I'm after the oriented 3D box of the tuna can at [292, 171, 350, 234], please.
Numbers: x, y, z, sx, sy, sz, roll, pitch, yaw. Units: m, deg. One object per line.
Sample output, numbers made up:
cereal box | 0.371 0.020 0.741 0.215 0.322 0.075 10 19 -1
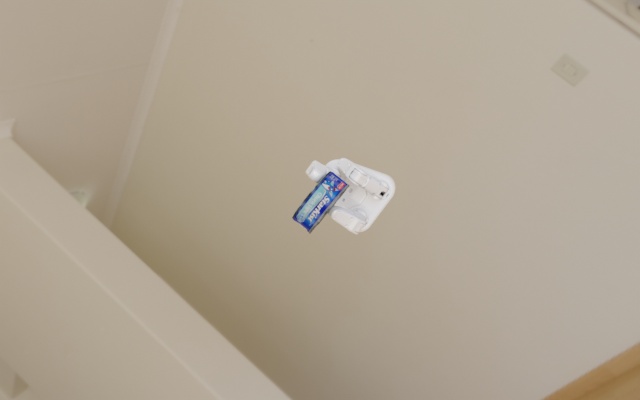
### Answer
tuna can | 0.000 0.002 0.649 0.034 0.086 0.086 39 2 2
